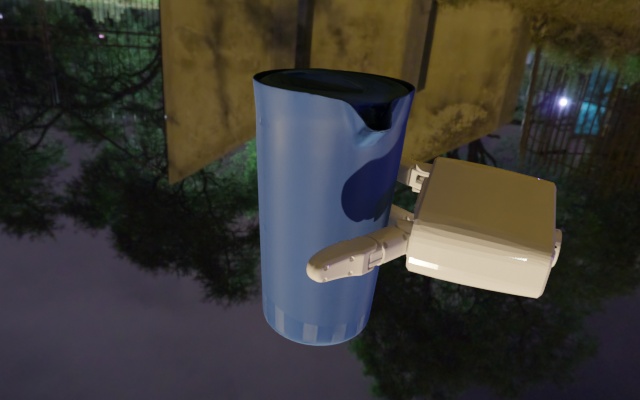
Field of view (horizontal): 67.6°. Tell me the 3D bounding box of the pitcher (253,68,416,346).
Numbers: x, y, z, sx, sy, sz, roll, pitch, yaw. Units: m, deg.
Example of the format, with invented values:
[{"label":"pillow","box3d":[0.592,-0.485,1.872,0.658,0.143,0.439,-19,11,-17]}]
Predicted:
[{"label":"pitcher","box3d":[0.000,0.002,0.447,0.145,0.243,0.149,13,25,18]}]
